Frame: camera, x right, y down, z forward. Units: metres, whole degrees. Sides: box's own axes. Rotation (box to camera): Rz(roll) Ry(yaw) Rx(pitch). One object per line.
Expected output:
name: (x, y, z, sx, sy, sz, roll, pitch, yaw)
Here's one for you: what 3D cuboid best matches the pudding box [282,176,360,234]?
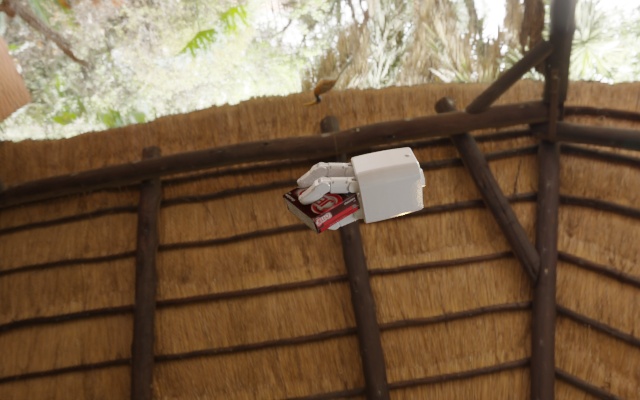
pudding box: (0.000, 0.003, 0.830, 0.090, 0.039, 0.113, -30, 32, -20)
